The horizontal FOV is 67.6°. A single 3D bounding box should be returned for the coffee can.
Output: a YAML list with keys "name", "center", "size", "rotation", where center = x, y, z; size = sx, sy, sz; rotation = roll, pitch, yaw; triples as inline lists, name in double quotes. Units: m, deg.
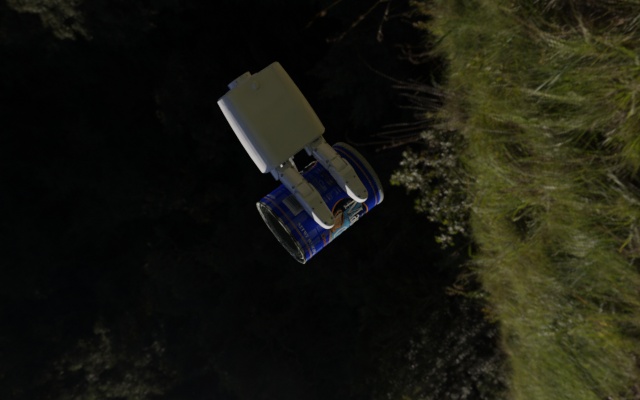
- name: "coffee can"
  center: [0.000, 0.002, 0.648]
  size: [0.140, 0.103, 0.103]
  rotation: [-38, 11, -15]
